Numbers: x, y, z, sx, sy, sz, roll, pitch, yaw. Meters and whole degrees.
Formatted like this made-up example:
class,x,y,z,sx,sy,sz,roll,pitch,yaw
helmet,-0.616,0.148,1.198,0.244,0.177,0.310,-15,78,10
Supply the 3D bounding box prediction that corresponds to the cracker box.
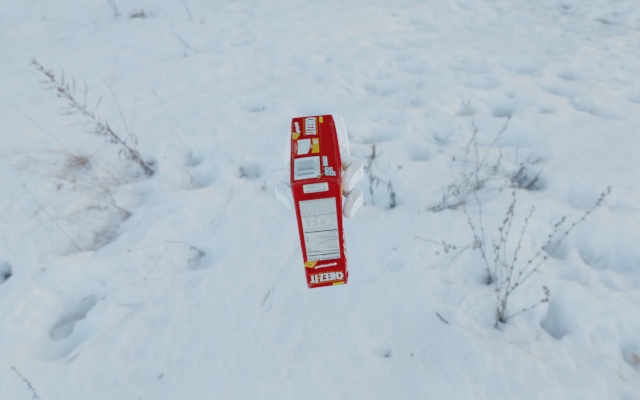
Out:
class,x,y,z,sx,sy,sz,roll,pitch,yaw
cracker box,0.000,0.002,0.732,0.072,0.214,0.164,-6,41,1
